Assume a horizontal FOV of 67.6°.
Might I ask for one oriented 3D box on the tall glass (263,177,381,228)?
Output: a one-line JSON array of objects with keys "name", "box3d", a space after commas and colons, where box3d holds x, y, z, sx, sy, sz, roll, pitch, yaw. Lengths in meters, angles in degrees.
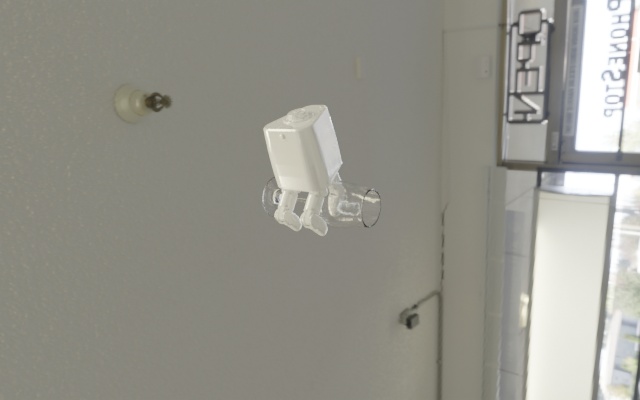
[{"name": "tall glass", "box3d": [0.000, 0.003, 0.811, 0.201, 0.079, 0.079, 7, 4, 35]}]
